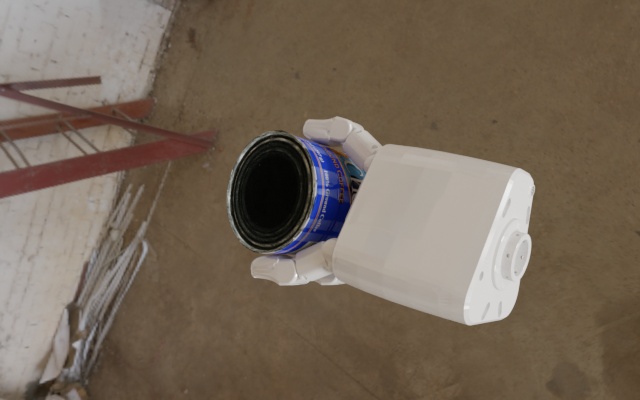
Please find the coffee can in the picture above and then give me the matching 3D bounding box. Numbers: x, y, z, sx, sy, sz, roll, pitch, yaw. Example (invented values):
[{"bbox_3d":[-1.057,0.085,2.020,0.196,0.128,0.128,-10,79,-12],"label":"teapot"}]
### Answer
[{"bbox_3d":[0.000,0.001,0.444,0.103,0.103,0.140,0,-7,40],"label":"coffee can"}]
